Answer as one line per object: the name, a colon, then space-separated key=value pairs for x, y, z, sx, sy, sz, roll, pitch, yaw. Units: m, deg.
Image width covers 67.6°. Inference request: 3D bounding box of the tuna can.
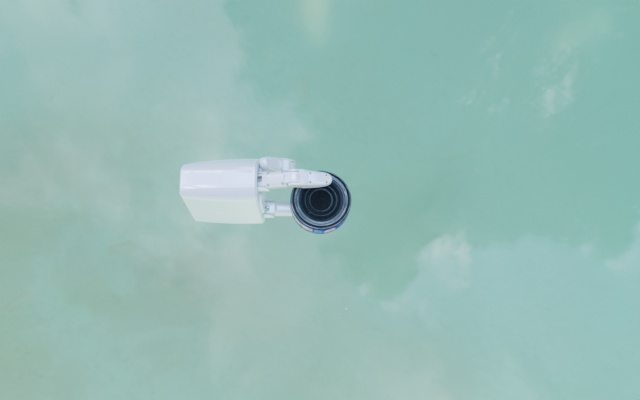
tuna can: x=0.000 y=0.002 z=0.668 sx=0.086 sy=0.086 sz=0.034 roll=0 pitch=-13 yaw=-3
